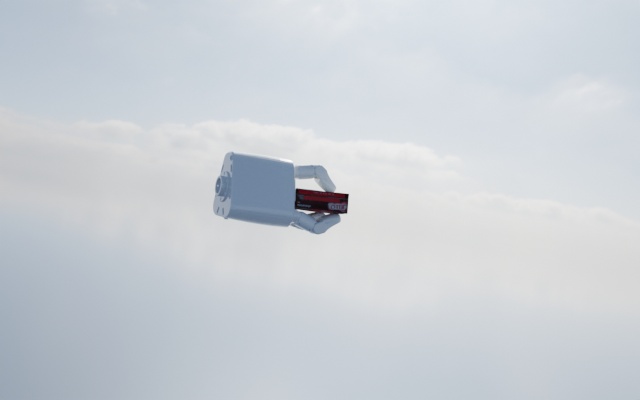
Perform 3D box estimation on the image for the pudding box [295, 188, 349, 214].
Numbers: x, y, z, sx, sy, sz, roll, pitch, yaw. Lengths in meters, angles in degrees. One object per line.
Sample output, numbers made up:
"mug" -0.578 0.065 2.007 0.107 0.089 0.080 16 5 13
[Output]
"pudding box" 0.000 0.003 0.827 0.090 0.039 0.113 7 0 -1
